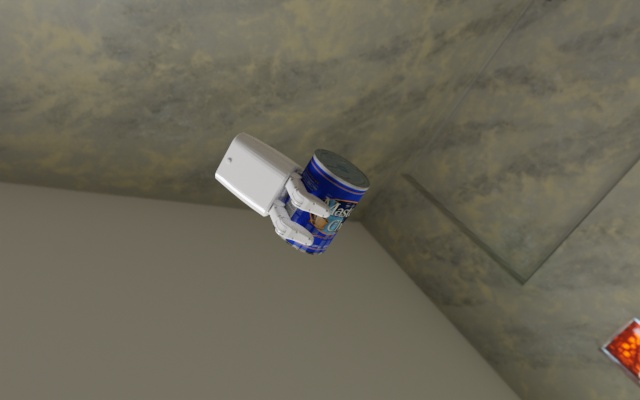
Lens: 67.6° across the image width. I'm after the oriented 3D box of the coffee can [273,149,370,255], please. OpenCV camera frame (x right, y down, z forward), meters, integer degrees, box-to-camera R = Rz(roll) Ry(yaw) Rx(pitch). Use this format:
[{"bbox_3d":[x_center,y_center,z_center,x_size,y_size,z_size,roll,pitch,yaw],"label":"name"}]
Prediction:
[{"bbox_3d":[0.000,0.003,0.775,0.103,0.140,0.102,28,22,-12],"label":"coffee can"}]
